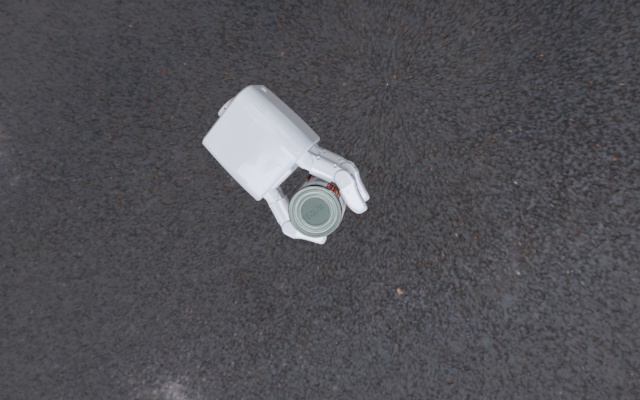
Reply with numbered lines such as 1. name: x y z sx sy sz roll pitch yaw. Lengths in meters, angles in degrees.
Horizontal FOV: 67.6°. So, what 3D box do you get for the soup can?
1. soup can: 0.000 0.003 0.617 0.068 0.068 0.102 0 13 8
